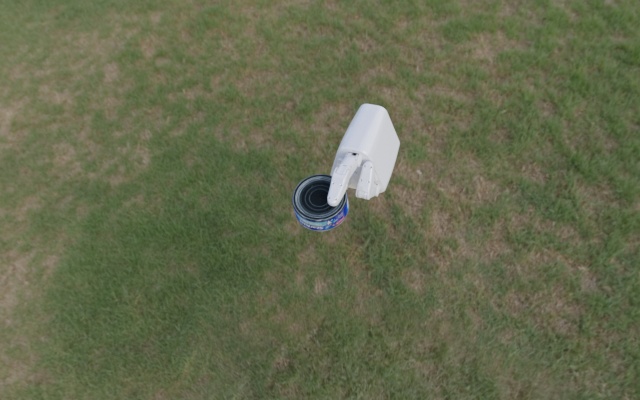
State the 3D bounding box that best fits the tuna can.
[{"bbox_3d":[0.000,0.002,0.733,0.086,0.086,0.034,0,-31,7],"label":"tuna can"}]
